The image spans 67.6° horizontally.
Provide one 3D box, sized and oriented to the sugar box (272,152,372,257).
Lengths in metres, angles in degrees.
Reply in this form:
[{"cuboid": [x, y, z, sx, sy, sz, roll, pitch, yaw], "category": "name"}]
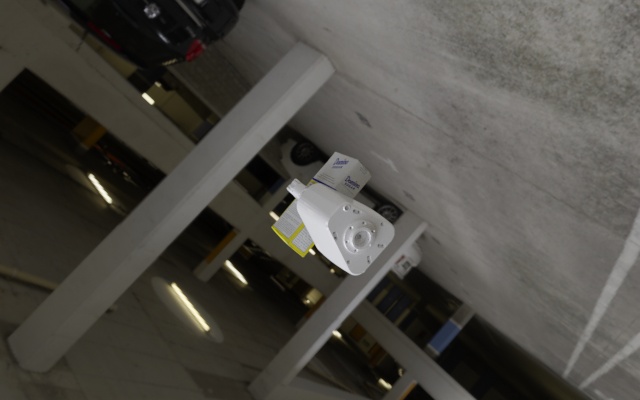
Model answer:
[{"cuboid": [0.000, 0.003, 0.798, 0.048, 0.176, 0.093, 46, -6, -27], "category": "sugar box"}]
